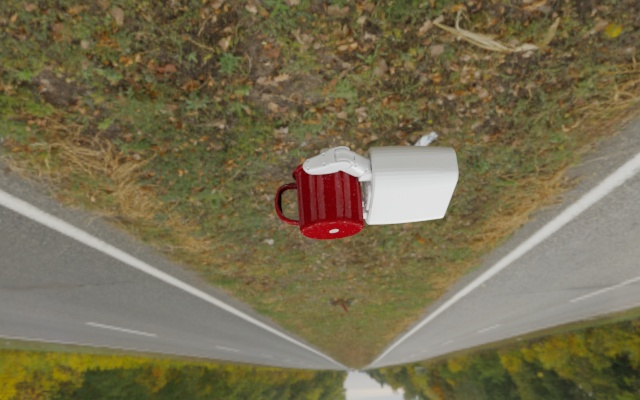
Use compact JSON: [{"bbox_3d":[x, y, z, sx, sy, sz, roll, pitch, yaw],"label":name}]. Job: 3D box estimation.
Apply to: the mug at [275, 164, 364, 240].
[{"bbox_3d":[-0.001,0.002,0.608,0.117,0.081,0.093,-4,-19,-2],"label":"mug"}]
